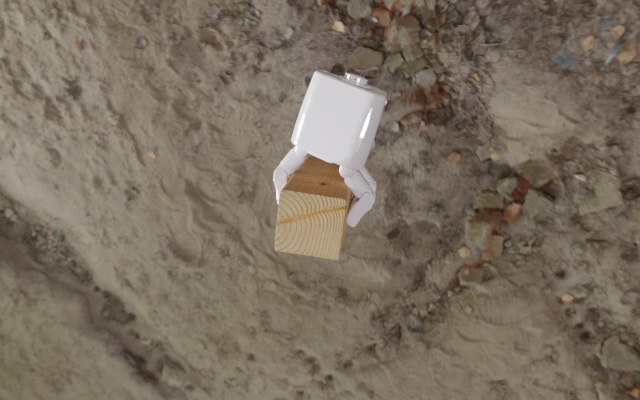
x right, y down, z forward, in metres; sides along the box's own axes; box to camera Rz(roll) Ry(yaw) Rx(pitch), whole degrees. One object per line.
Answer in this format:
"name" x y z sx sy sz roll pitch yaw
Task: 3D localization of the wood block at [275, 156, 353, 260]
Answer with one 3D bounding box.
"wood block" 0.000 0.002 0.725 0.091 0.090 0.206 9 18 6
